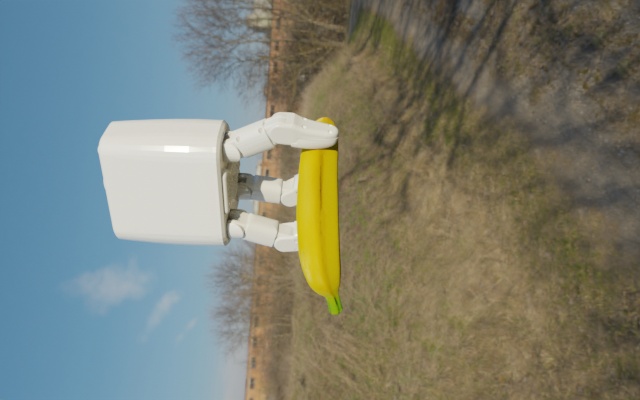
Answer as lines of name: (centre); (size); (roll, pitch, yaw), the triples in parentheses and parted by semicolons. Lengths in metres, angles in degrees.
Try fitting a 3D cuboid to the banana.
banana: (-0.001, -0.003, 0.429); (0.037, 0.197, 0.070); (-2, -22, 3)
